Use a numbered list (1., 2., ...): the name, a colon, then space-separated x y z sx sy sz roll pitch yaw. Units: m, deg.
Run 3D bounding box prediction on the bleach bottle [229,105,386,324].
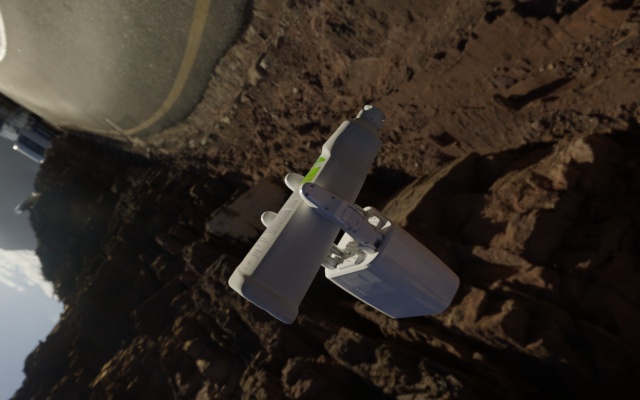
1. bleach bottle: 0.000 0.002 0.513 0.068 0.250 0.102 36 -13 -16
